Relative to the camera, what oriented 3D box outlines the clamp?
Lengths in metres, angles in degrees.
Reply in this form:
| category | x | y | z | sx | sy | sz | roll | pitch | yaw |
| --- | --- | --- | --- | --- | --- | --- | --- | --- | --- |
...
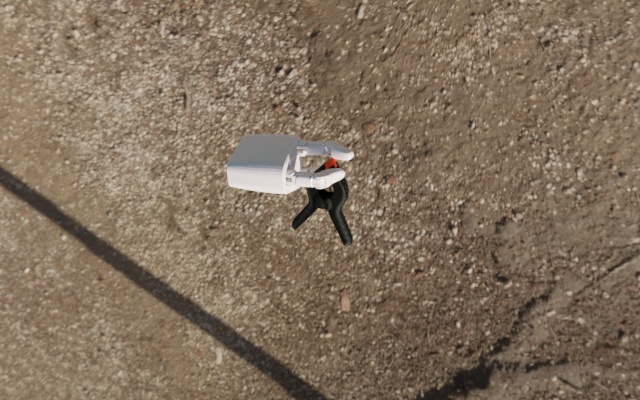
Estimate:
| category | x | y | z | sx | sy | sz | roll | pitch | yaw |
| --- | --- | --- | --- | --- | --- | --- | --- | --- | --- |
| clamp | 0.000 | 0.003 | 0.867 | 0.120 | 0.171 | 0.039 | 5 | 28 | 14 |
